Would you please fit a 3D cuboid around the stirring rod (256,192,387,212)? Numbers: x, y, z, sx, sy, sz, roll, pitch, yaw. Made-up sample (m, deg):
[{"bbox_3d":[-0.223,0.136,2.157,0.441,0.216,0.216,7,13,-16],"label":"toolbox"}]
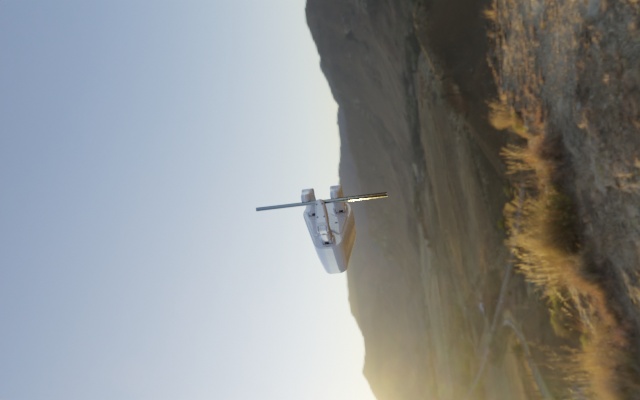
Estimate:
[{"bbox_3d":[0.000,0.003,0.865,0.239,0.011,0.011,-7,-1,8],"label":"stirring rod"}]
